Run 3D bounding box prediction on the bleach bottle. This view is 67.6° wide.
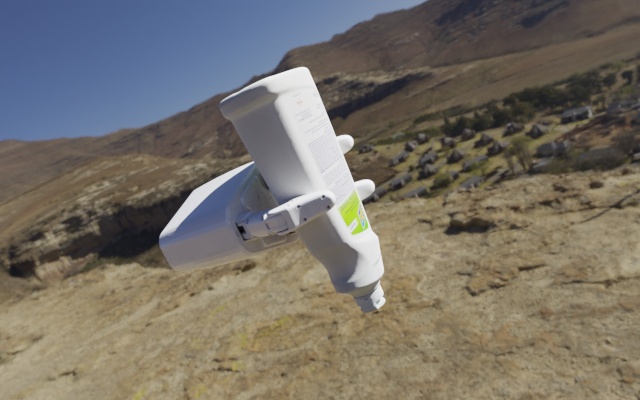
[{"bbox_3d":[0.000,0.001,0.470,0.068,0.251,0.102,-18,13,31],"label":"bleach bottle"}]
